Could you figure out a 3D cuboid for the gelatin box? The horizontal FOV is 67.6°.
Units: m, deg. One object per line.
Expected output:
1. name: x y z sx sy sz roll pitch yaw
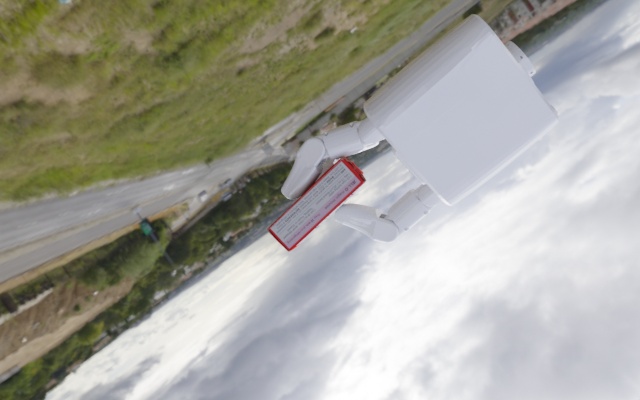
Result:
1. gelatin box: 0.000 0.002 0.419 0.089 0.030 0.073 -44 -3 6
